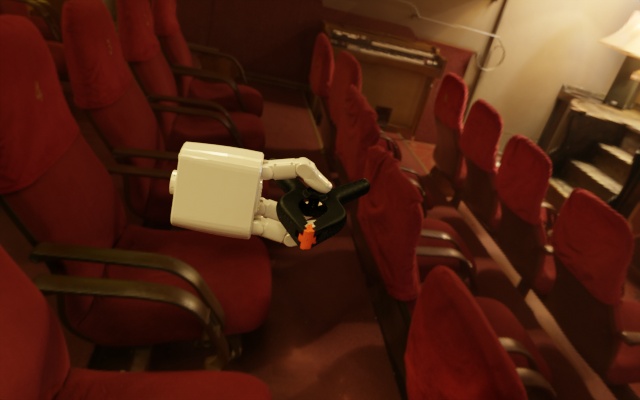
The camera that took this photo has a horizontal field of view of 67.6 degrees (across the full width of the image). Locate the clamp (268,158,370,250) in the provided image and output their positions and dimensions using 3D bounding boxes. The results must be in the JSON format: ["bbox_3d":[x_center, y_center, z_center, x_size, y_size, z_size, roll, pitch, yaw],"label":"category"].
[{"bbox_3d":[0.000,0.002,0.664,0.164,0.036,0.210,8,27,-8],"label":"clamp"}]
